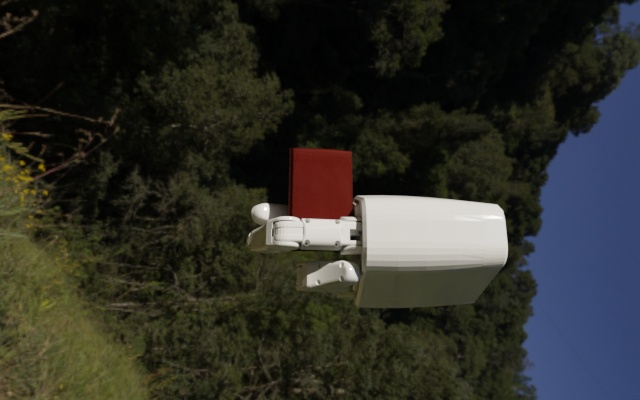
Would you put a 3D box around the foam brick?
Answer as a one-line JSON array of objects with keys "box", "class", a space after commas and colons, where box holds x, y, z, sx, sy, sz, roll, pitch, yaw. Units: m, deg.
[{"box": [0.000, 0.001, 0.401, 0.051, 0.078, 0.053, 0, -15, 0], "class": "foam brick"}]
